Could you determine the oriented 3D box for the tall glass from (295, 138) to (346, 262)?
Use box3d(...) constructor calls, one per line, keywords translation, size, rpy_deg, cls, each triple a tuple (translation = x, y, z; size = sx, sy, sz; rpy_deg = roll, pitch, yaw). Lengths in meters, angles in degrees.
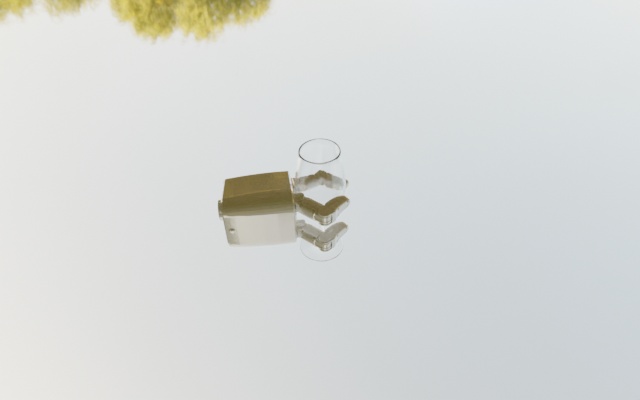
box3d(translation=(0.000, 0.003, 0.752), size=(0.079, 0.201, 0.079), rpy_deg=(0, 42, 0), cls="tall glass")
